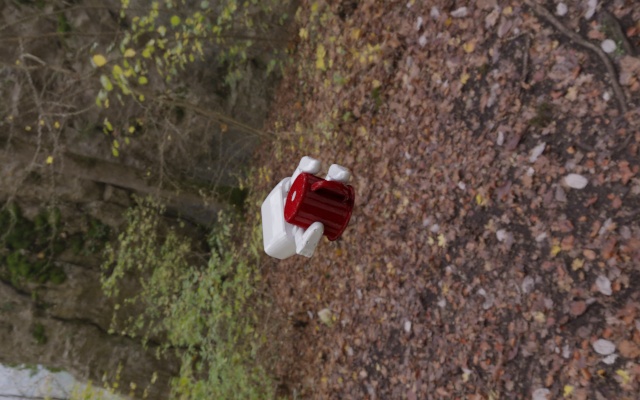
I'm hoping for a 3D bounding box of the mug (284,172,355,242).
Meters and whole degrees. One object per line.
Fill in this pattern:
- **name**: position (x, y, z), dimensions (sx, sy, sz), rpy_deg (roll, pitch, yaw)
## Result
- **mug**: position (0.001, 0.002, 0.718), dimensions (0.081, 0.093, 0.117), rpy_deg (20, -29, -18)
